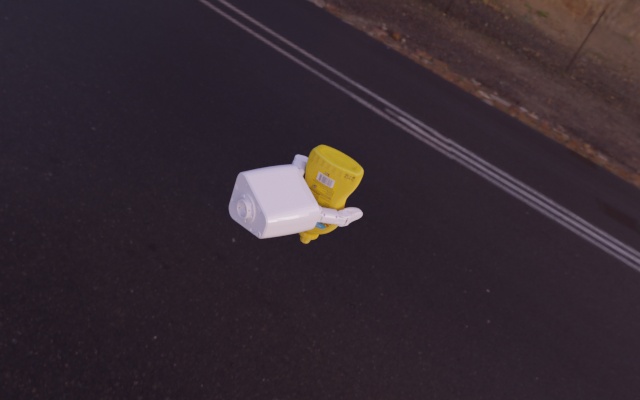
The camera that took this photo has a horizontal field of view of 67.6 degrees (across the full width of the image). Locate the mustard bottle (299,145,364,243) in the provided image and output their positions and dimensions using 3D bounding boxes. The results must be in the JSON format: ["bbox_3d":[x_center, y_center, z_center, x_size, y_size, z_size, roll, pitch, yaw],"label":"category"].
[{"bbox_3d":[0.000,0.003,0.857,0.096,0.192,0.058,31,34,13],"label":"mustard bottle"}]
